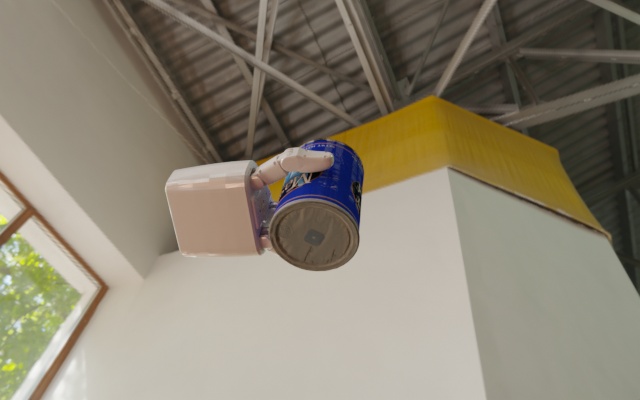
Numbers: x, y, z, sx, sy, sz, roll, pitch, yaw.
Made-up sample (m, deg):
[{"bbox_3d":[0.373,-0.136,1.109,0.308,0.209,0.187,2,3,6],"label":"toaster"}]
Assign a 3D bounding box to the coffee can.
[{"bbox_3d":[0.000,0.002,0.588,0.103,0.103,0.140,0,36,8],"label":"coffee can"}]
